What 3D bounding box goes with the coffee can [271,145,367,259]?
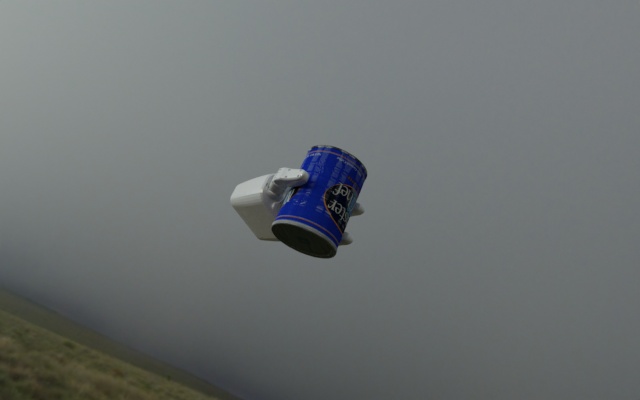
[{"bbox_3d":[0.000,0.002,0.723,0.103,0.140,0.103,20,-25,10],"label":"coffee can"}]
